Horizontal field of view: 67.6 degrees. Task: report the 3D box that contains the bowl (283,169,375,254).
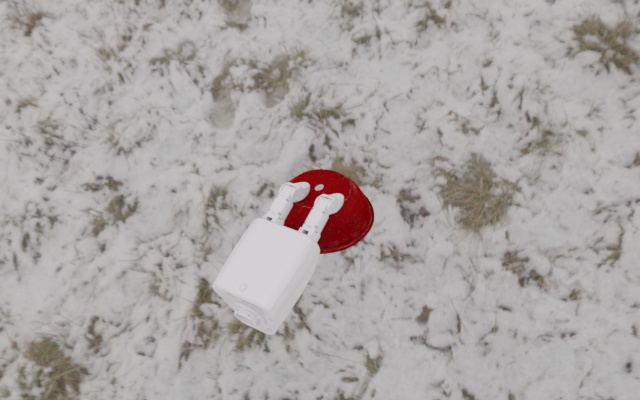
[{"bbox_3d":[0.000,0.001,0.709,0.162,0.055,0.162,-2,41,1],"label":"bowl"}]
